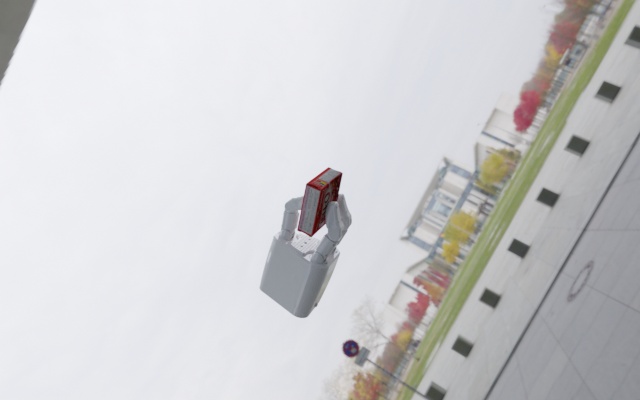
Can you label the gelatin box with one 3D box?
[{"bbox_3d":[0.000,0.002,0.741,0.030,0.089,0.073,23,33,20],"label":"gelatin box"}]
